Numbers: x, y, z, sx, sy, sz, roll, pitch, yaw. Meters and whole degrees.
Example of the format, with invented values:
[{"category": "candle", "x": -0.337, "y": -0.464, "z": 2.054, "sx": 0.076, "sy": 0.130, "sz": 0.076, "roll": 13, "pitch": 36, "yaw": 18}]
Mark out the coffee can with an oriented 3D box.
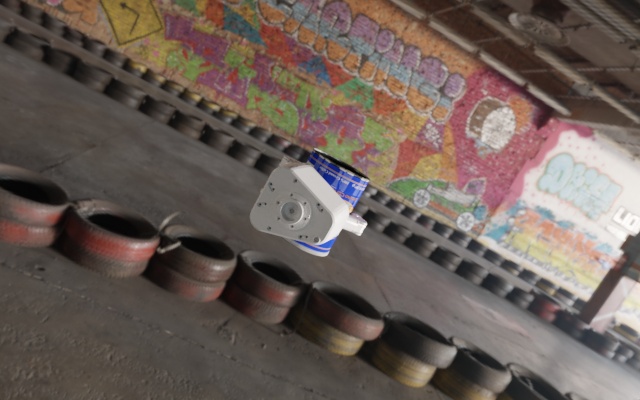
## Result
[{"category": "coffee can", "x": 0.000, "y": 0.003, "z": 0.758, "sx": 0.103, "sy": 0.140, "sz": 0.103, "roll": 28, "pitch": 10, "yaw": -5}]
